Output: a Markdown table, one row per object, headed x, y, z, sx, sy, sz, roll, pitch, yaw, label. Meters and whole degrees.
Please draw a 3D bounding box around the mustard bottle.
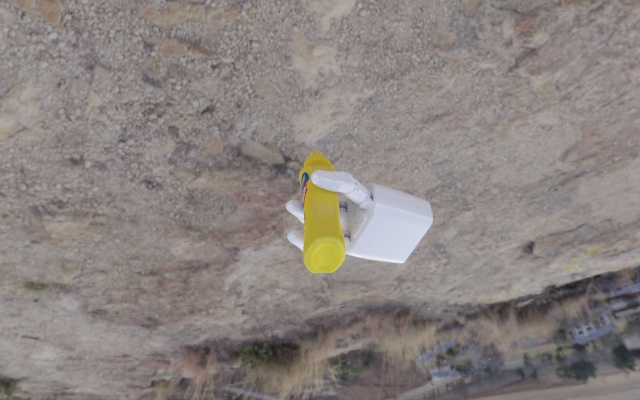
| x | y | z | sx | sy | sz | roll | pitch | yaw | label |
| --- | --- | --- | --- | --- | --- | --- | --- | --- | --- |
| 0.000 | 0.002 | 0.700 | 0.058 | 0.191 | 0.096 | -2 | -36 | -4 | mustard bottle |
